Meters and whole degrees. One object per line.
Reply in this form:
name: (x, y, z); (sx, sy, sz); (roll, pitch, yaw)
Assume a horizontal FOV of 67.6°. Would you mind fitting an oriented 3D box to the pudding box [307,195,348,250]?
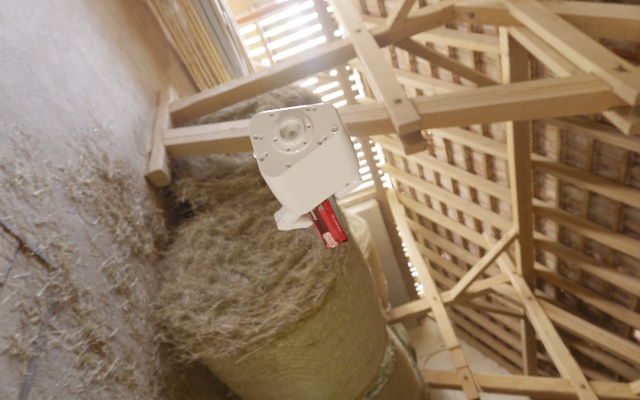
pudding box: (0.000, 0.002, 0.698); (0.039, 0.090, 0.113); (-21, 37, 6)
